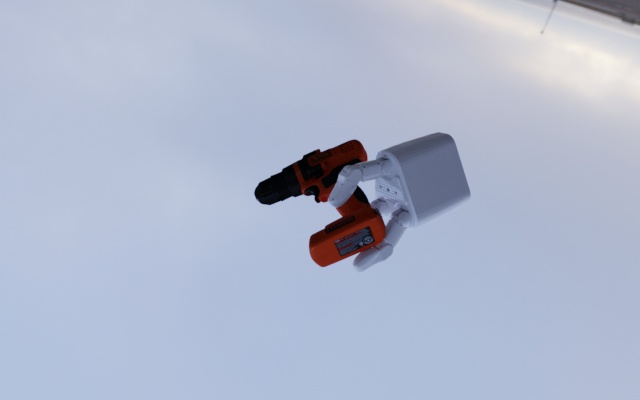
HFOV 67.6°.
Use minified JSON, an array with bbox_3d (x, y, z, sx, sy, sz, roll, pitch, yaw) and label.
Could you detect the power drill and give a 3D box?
[{"bbox_3d":[0.000,0.002,0.685,0.184,0.187,0.057,-25,-45,4],"label":"power drill"}]
